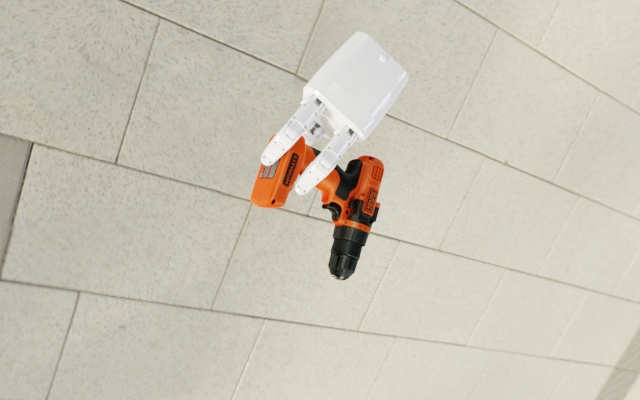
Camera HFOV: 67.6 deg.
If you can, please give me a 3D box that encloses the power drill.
[{"bbox_3d":[0.000,0.002,0.647,0.188,0.184,0.057,25,-15,-38],"label":"power drill"}]
